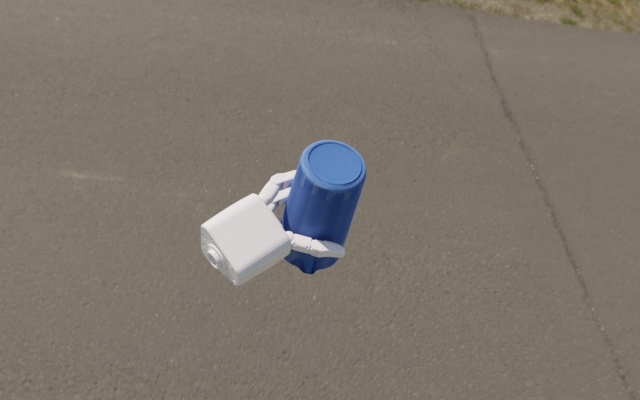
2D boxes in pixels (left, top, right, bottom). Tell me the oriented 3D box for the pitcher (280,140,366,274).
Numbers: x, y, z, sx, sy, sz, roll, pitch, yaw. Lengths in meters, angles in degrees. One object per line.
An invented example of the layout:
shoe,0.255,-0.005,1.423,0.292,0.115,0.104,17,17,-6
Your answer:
pitcher,0.000,0.003,0.846,0.145,0.149,0.243,-30,-25,-30
